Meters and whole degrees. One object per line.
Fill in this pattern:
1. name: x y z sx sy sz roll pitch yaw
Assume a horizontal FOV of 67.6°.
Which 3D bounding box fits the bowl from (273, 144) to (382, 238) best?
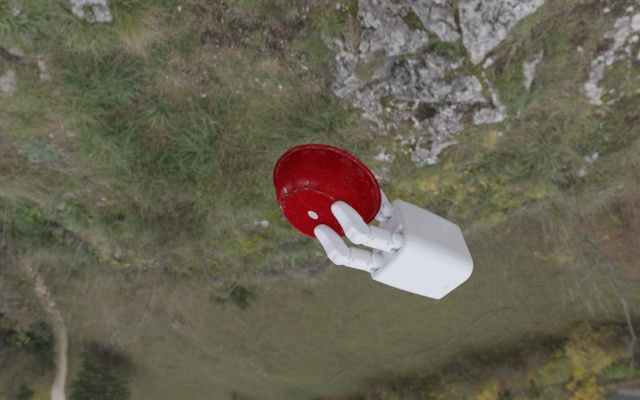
1. bowl: -0.001 0.002 0.661 0.162 0.162 0.055 0 41 24
